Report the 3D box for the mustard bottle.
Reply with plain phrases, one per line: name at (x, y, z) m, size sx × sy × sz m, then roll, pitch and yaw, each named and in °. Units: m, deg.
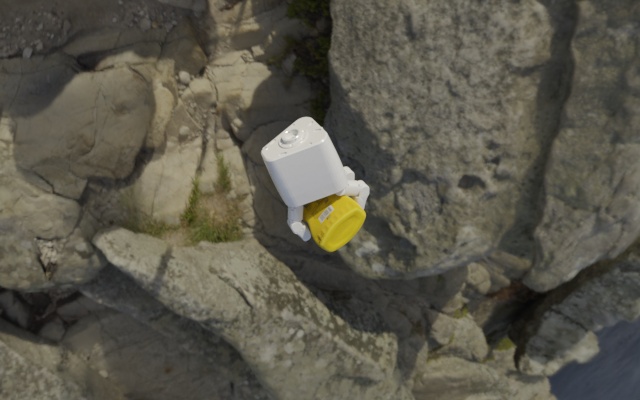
mustard bottle at (0.000, 0.003, 0.871) m, size 0.058 × 0.096 × 0.191 m, roll 34°, pitch 11°, yaw -40°
